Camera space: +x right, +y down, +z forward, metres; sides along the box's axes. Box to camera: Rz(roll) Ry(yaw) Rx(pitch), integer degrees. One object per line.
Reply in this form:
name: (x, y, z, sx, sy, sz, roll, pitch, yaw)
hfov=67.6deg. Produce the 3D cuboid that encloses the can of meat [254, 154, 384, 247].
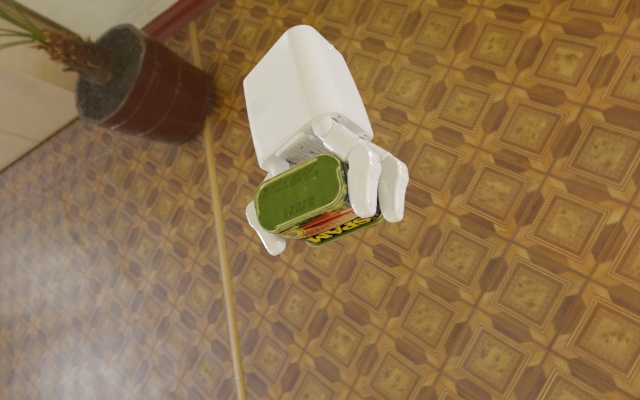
can of meat: (0.000, 0.002, 0.456, 0.102, 0.057, 0.084, -24, -23, 26)
